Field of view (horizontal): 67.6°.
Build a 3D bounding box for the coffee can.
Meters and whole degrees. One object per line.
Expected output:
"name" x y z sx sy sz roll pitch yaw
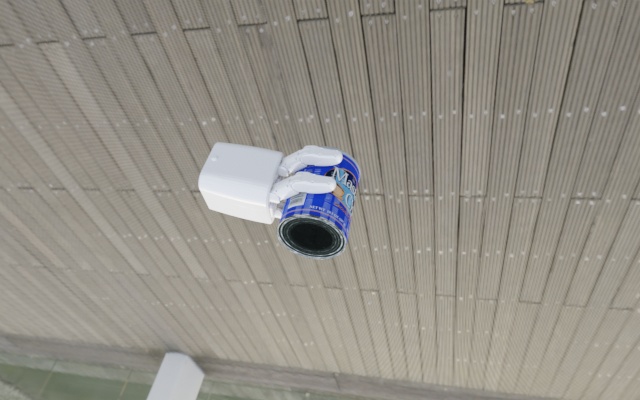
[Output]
"coffee can" 0.000 0.002 0.721 0.103 0.140 0.103 8 -40 7
